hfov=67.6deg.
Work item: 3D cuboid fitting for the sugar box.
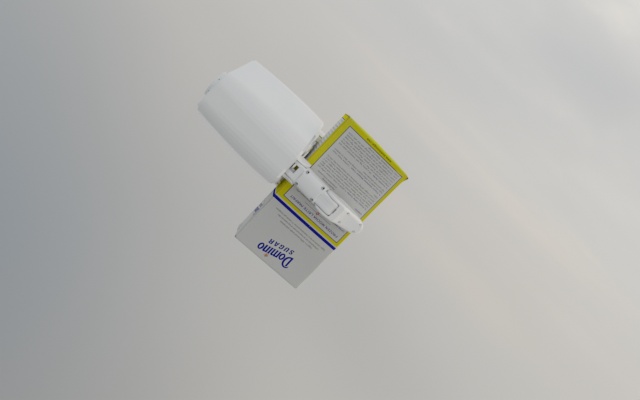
[{"bbox_3d":[0.000,0.001,0.521,0.093,0.176,0.048,43,11,-12],"label":"sugar box"}]
